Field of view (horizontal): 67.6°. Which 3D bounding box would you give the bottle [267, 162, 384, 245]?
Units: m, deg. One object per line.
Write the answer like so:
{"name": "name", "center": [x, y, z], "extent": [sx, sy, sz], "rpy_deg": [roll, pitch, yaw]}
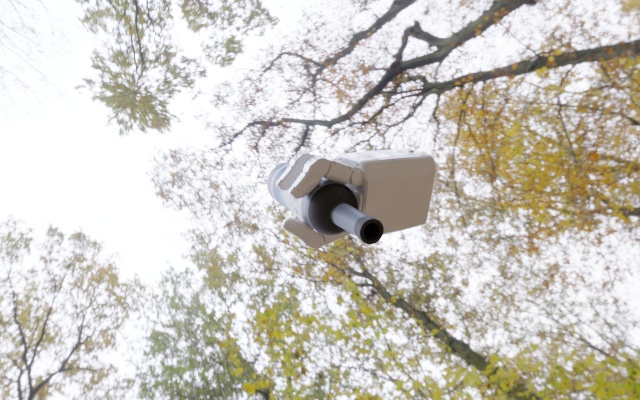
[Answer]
{"name": "bottle", "center": [0.000, 0.002, 0.620], "extent": [0.069, 0.069, 0.295], "rpy_deg": [0, 12, -21]}
